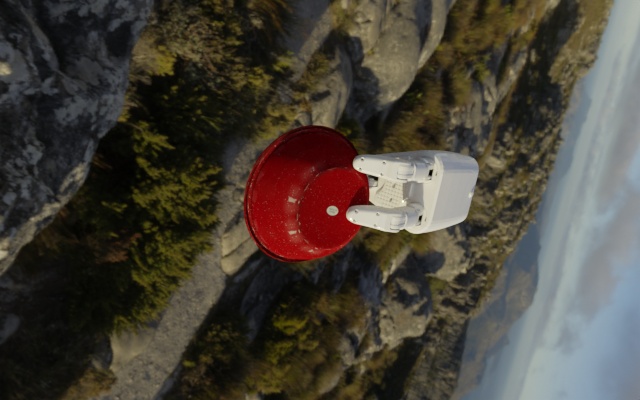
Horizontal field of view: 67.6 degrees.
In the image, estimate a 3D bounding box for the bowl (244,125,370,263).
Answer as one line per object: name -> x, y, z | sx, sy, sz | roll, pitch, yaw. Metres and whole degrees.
bowl -> -0.001, 0.002, 0.523 | 0.162, 0.162, 0.055 | 0, 16, -34
